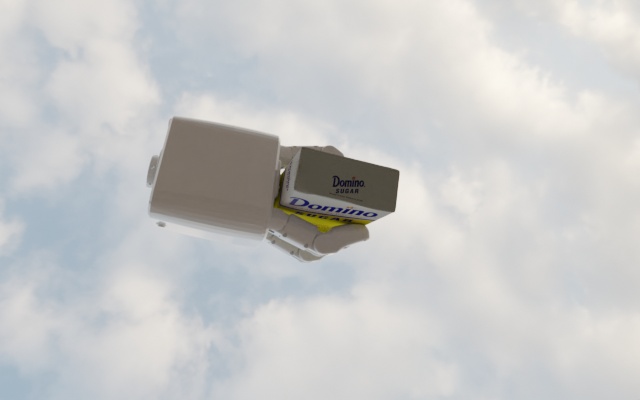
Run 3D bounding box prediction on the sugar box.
[{"bbox_3d":[0.000,0.002,0.480,0.093,0.048,0.176,12,-13,-13],"label":"sugar box"}]
